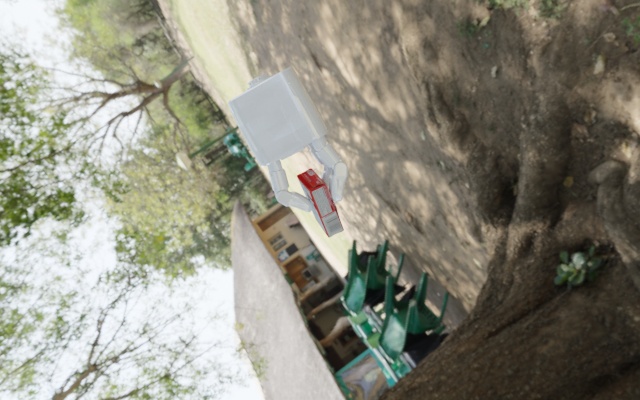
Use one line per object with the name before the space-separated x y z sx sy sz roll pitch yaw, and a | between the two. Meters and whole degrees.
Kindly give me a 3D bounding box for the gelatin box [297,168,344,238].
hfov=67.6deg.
gelatin box | 0.000 0.003 0.737 0.030 0.089 0.073 -25 26 -7
